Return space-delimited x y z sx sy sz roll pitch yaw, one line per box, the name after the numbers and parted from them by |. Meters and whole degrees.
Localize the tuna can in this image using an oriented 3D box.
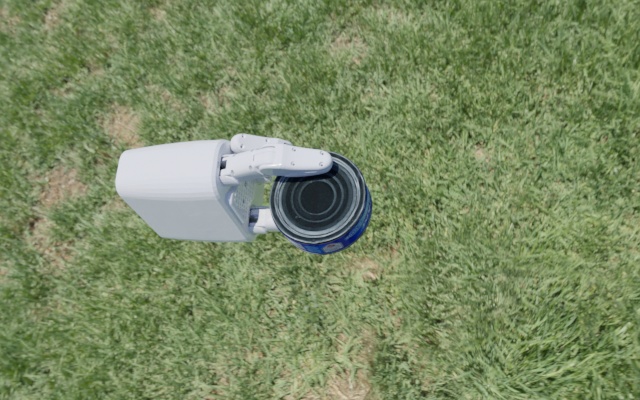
0.000 0.001 0.410 0.086 0.086 0.034 0 -20 13 | tuna can
